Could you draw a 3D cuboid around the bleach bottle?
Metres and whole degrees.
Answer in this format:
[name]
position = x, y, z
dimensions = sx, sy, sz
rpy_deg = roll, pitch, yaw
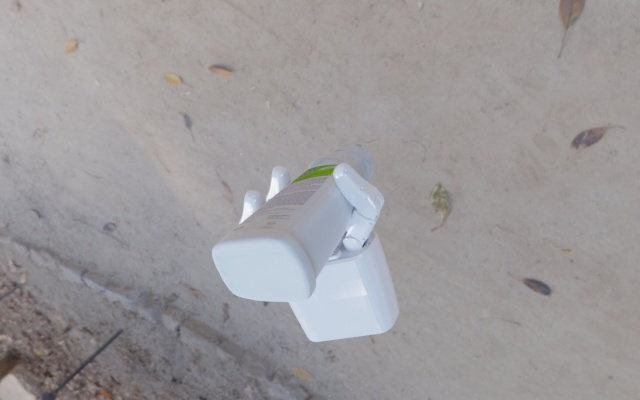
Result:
[bleach bottle]
position = 0.000, 0.002, 0.505
dimensions = 0.102, 0.068, 0.250
rpy_deg = -6, 26, 34
